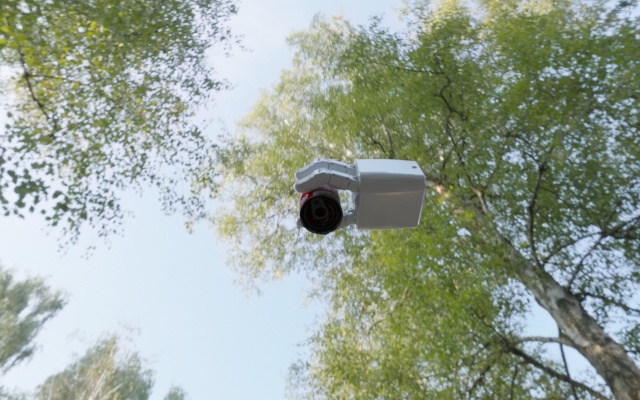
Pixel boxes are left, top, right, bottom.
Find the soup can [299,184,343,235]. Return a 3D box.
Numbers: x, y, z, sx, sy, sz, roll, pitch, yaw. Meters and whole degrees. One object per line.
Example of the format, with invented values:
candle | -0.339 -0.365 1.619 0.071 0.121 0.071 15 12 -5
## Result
soup can | 0.000 0.003 0.786 0.068 0.068 0.102 0 24 -1
